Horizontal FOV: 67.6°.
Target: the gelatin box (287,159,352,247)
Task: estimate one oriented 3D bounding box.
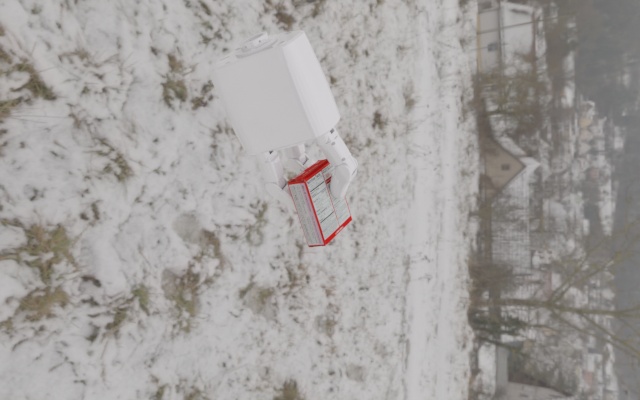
[{"bbox_3d":[0.001,0.002,0.591,0.030,0.089,0.073,-7,20,34],"label":"gelatin box"}]
